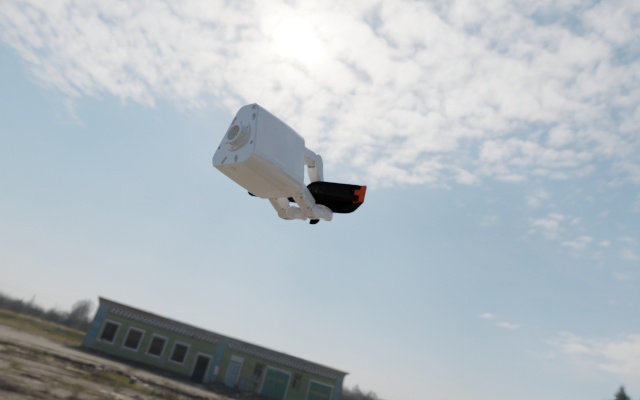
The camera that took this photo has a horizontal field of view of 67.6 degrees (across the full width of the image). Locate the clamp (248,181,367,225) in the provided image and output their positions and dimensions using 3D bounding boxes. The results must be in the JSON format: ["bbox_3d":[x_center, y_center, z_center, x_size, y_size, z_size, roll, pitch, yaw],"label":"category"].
[{"bbox_3d":[0.001,0.002,0.812,0.210,0.036,0.165,-4,-24,40],"label":"clamp"}]
